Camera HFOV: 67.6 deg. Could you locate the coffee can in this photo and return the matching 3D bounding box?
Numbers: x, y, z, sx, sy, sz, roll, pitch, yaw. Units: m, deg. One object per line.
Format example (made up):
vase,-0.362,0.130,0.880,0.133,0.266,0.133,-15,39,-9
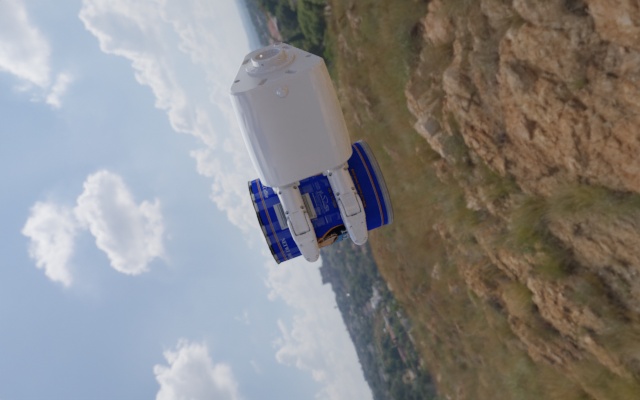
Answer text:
coffee can,0.000,0.002,0.550,0.140,0.103,0.103,-20,1,-2
